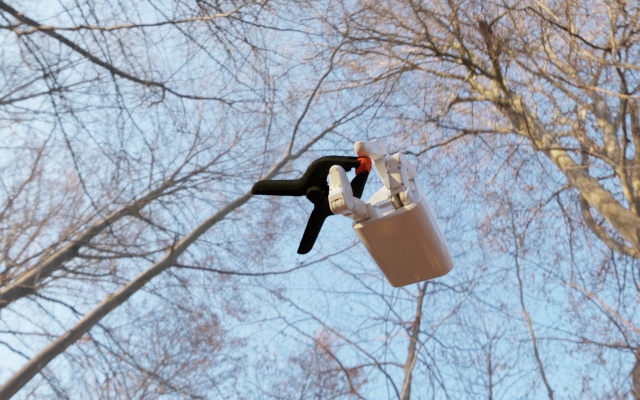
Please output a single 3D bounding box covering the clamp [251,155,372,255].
[{"bbox_3d":[0.000,0.002,0.628,0.171,0.120,0.039,-22,19,30],"label":"clamp"}]
